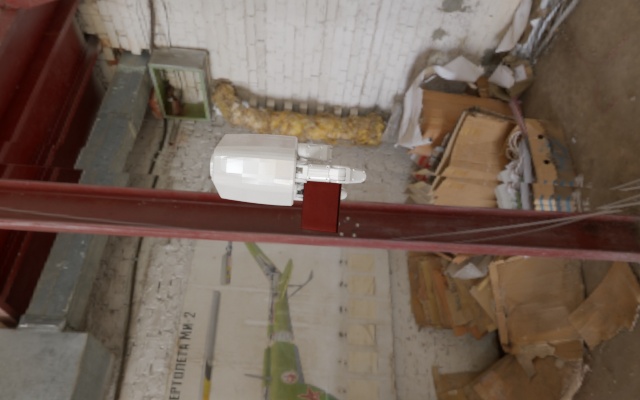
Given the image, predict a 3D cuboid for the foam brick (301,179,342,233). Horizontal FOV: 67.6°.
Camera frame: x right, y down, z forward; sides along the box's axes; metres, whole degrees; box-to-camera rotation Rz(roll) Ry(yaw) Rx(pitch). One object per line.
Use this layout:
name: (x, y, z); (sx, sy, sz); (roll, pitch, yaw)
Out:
foam brick: (0.000, 0.002, 0.664); (0.051, 0.078, 0.053); (4, 3, -4)
